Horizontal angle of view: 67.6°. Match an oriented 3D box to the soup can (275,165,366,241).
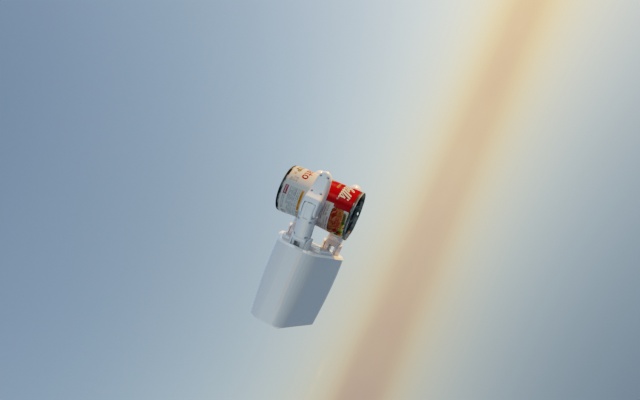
[{"bbox_3d":[0.000,0.001,0.634,0.102,0.068,0.068,23,6,13],"label":"soup can"}]
